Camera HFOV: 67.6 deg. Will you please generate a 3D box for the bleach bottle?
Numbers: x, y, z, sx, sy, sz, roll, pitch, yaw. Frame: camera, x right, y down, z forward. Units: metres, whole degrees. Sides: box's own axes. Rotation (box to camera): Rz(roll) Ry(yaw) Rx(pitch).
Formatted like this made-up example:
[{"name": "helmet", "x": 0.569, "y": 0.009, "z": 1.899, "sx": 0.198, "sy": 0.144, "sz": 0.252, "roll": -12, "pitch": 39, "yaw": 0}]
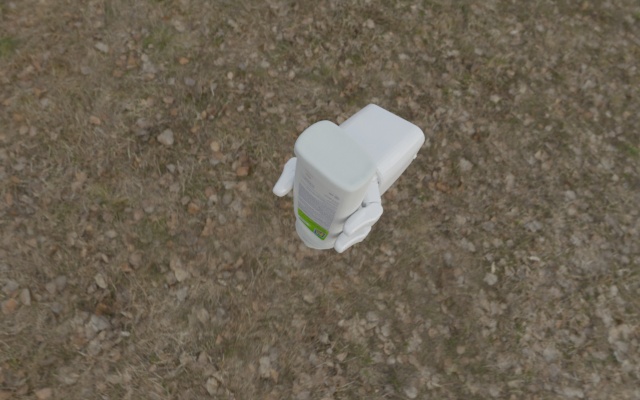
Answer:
[{"name": "bleach bottle", "x": 0.000, "y": 0.002, "z": 0.666, "sx": 0.068, "sy": 0.102, "sz": 0.251, "roll": -43, "pitch": -12, "yaw": -26}]
